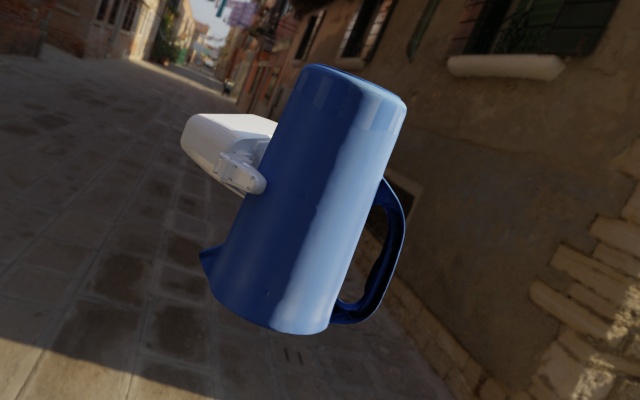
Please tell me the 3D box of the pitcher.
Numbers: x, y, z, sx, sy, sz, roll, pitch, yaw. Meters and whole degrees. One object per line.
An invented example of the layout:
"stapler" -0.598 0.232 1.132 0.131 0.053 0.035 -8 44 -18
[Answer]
"pitcher" 0.000 0.001 0.475 0.149 0.243 0.145 13 14 -45
